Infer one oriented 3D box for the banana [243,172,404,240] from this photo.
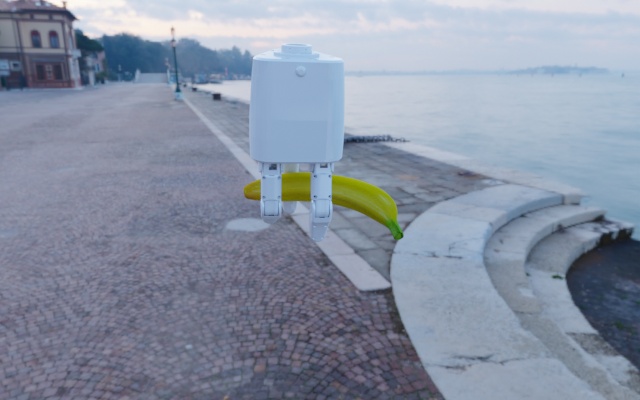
[{"bbox_3d":[0.008,-0.006,0.577,0.198,0.037,0.069,13,32,11],"label":"banana"}]
